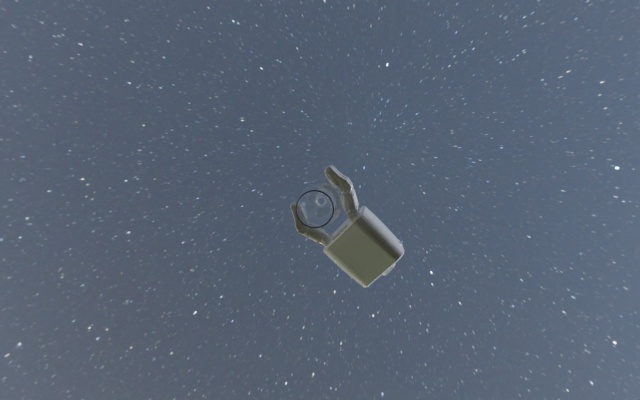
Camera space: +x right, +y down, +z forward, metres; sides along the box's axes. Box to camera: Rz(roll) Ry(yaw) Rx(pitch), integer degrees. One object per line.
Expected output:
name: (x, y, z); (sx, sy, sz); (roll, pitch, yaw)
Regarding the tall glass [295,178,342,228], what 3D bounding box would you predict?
tall glass: (0.000, 0.003, 0.857); (0.079, 0.079, 0.201); (0, 6, 6)
